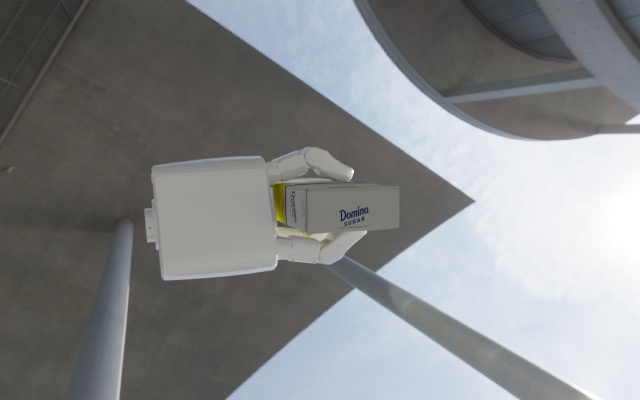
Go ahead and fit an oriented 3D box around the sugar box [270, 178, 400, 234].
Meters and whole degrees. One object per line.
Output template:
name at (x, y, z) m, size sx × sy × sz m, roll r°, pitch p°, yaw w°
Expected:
sugar box at (0.000, 0.002, 0.500) m, size 0.093 × 0.048 × 0.176 m, roll -2°, pitch 8°, yaw -19°
